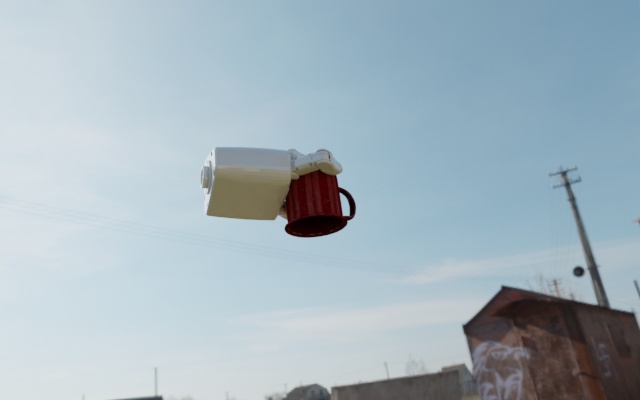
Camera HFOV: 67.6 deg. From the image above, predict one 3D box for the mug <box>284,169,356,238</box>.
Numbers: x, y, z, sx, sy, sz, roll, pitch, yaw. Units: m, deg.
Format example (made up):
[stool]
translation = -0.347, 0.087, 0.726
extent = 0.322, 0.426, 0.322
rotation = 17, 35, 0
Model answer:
[mug]
translation = 0.001, 0.002, 0.715
extent = 0.117, 0.081, 0.093
rotation = 3, -25, -23
